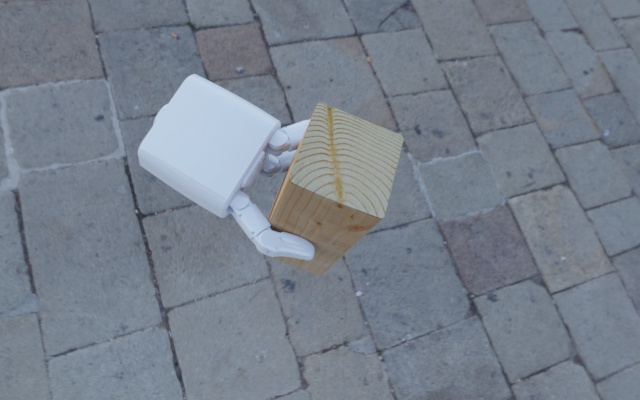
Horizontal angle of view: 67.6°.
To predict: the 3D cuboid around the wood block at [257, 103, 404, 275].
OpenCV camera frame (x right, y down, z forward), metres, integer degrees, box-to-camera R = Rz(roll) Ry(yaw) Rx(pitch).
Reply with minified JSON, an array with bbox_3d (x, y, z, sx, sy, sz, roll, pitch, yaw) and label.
[{"bbox_3d":[0.000,0.002,0.511,0.090,0.090,0.206,22,-26,-6],"label":"wood block"}]
